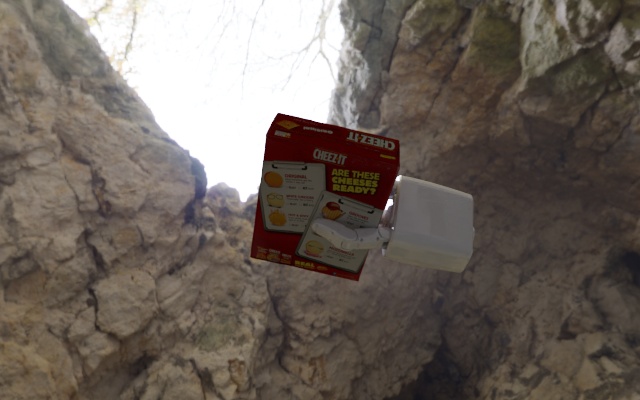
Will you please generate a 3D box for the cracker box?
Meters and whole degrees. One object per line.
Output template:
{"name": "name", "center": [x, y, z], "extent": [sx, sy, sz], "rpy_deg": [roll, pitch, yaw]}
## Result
{"name": "cracker box", "center": [0.000, 0.002, 0.646], "extent": [0.164, 0.214, 0.072], "rpy_deg": [13, 39, -1]}
